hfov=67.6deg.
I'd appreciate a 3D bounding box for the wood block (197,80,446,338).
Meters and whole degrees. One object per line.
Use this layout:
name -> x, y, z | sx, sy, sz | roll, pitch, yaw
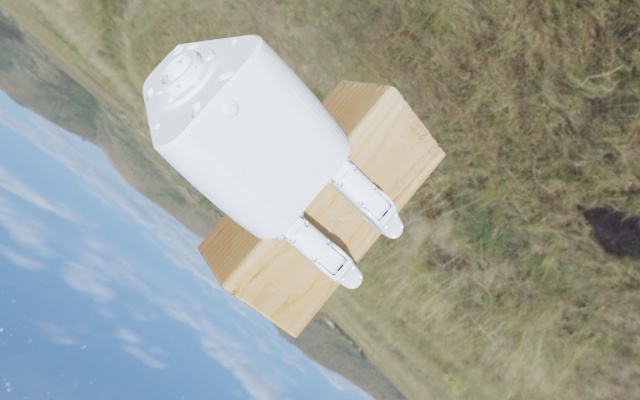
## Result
wood block -> 0.000, 0.001, 0.427 | 0.090, 0.206, 0.090 | 44, -6, -31
